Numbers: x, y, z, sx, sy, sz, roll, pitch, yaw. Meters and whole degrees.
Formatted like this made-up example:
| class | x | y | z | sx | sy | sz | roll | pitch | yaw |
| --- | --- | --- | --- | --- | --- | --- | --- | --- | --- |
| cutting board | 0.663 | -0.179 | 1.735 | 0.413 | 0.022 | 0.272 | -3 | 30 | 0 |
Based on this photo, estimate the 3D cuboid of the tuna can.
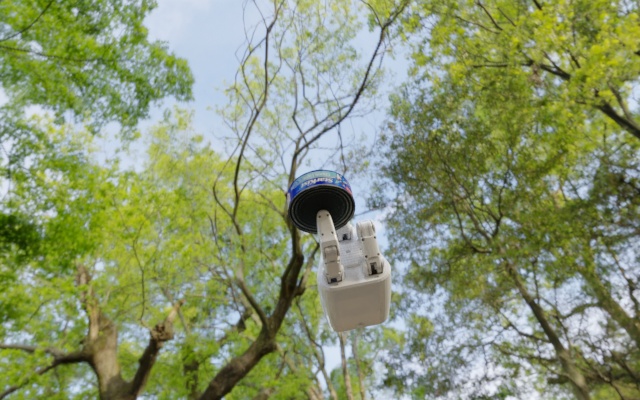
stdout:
| class | x | y | z | sx | sy | sz | roll | pitch | yaw |
| --- | --- | --- | --- | --- | --- | --- | --- | --- | --- |
| tuna can | 0.000 | 0.002 | 0.611 | 0.086 | 0.086 | 0.033 | 0 | 43 | -9 |
